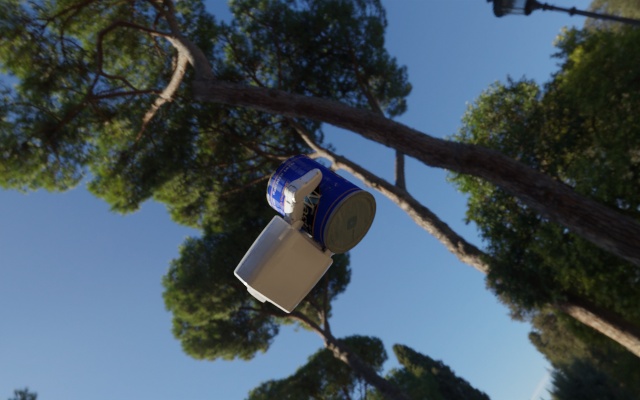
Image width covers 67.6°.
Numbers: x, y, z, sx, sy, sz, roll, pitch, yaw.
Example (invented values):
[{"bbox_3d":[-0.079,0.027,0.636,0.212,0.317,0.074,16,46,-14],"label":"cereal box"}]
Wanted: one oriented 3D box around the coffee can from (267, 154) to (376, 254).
[{"bbox_3d":[0.000,0.002,0.733,0.103,0.103,0.140,0,27,-48],"label":"coffee can"}]
